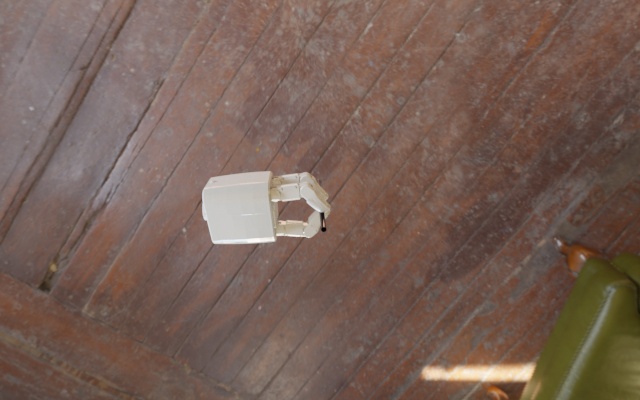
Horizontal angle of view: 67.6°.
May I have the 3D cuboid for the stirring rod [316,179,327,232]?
[{"bbox_3d":[0.000,0.003,0.814,0.011,0.011,0.239,0,19,-2],"label":"stirring rod"}]
